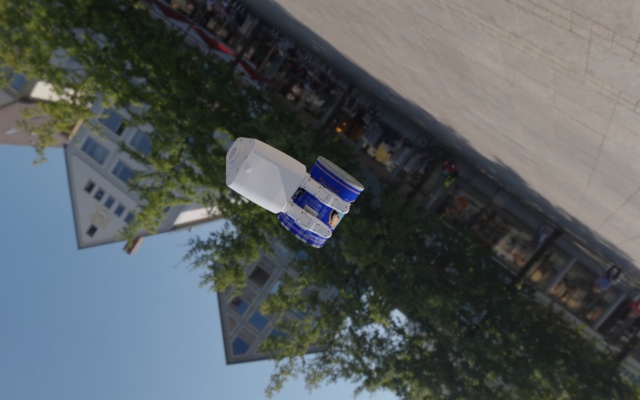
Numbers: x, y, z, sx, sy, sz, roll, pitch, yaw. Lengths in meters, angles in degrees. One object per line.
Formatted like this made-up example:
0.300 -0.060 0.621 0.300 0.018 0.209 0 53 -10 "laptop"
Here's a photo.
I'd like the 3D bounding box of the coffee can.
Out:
0.000 0.003 0.897 0.103 0.140 0.103 34 9 -6 "coffee can"
